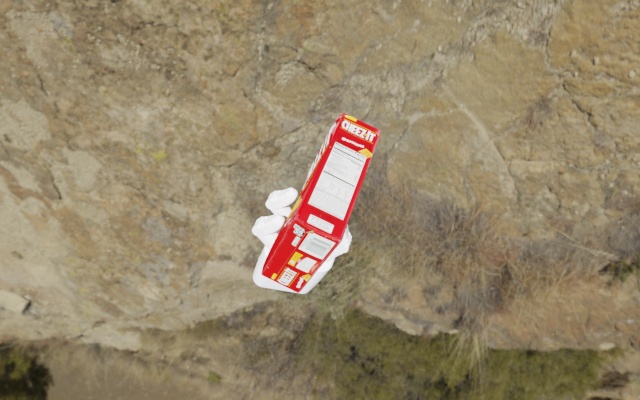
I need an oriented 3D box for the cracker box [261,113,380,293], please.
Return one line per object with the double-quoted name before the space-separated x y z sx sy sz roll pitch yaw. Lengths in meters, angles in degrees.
"cracker box" 0.000 0.002 0.689 0.072 0.213 0.164 27 -39 -5
